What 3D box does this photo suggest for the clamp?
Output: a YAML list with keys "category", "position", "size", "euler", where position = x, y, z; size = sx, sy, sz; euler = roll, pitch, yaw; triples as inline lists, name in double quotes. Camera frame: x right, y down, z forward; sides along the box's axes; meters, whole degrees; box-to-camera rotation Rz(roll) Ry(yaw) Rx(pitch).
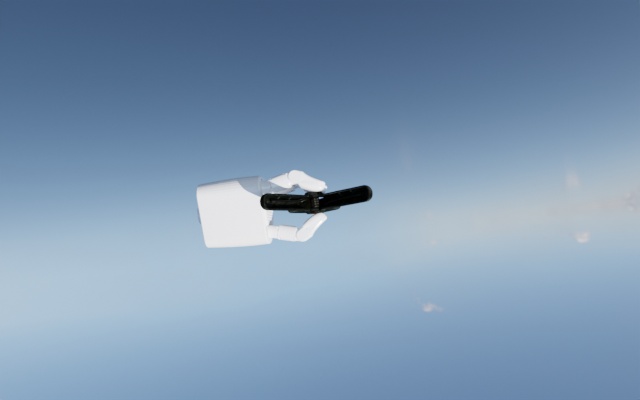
- category: "clamp"
  position: [0.000, 0.003, 0.780]
  size: [0.164, 0.036, 0.210]
  euler: [-4, -5, 4]
